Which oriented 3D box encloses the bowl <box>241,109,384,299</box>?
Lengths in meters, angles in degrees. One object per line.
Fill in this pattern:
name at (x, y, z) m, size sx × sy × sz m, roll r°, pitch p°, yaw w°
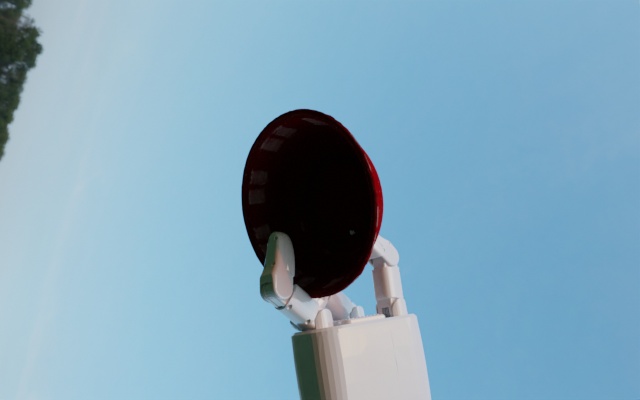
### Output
bowl at (0.000, 0.000, 0.426) m, size 0.162 × 0.162 × 0.055 m, roll 0°, pitch 6°, yaw 43°
